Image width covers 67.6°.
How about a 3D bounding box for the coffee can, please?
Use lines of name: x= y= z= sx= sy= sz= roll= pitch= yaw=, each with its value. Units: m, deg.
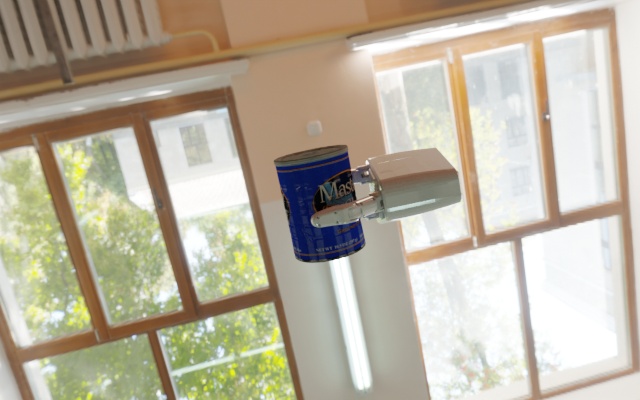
coffee can: x=0.000 y=0.002 z=0.661 sx=0.103 sy=0.140 sz=0.102 roll=-11 pitch=12 yaw=2
